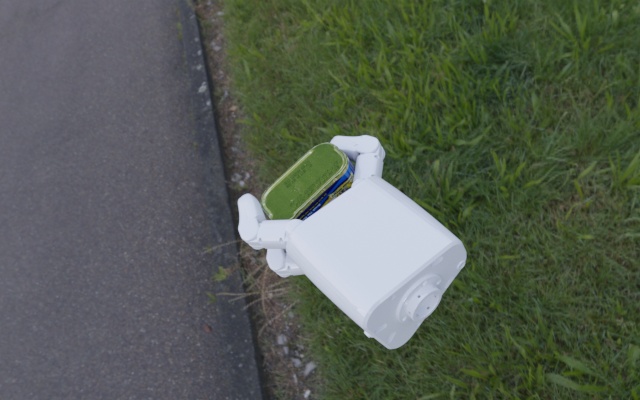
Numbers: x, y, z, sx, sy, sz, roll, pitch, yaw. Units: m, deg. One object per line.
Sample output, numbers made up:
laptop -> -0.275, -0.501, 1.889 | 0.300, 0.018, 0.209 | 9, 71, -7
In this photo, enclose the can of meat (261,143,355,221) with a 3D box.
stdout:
can of meat -> 0.000, 0.001, 0.491 | 0.057, 0.102, 0.084 | 45, -3, 40
